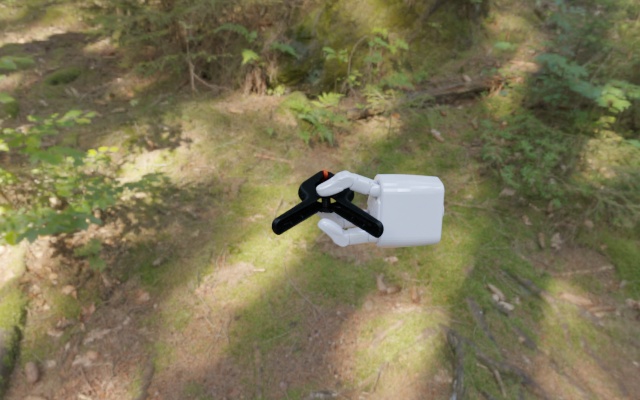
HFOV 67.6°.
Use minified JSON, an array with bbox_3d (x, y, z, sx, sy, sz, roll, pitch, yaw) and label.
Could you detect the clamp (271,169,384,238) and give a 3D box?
[{"bbox_3d":[0.000,0.002,0.776,0.164,0.036,0.210,0,27,-8],"label":"clamp"}]
